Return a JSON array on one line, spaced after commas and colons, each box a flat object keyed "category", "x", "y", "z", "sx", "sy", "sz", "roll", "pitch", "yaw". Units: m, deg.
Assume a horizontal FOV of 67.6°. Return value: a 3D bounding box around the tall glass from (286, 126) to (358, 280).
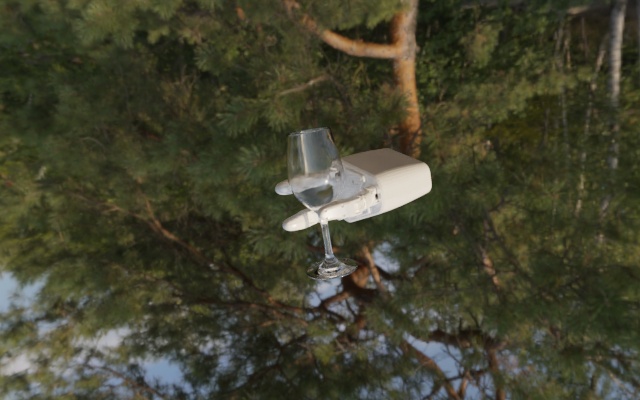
[{"category": "tall glass", "x": 0.000, "y": 0.003, "z": 0.659, "sx": 0.079, "sy": 0.201, "sz": 0.079, "roll": -10, "pitch": 13, "yaw": 2}]
